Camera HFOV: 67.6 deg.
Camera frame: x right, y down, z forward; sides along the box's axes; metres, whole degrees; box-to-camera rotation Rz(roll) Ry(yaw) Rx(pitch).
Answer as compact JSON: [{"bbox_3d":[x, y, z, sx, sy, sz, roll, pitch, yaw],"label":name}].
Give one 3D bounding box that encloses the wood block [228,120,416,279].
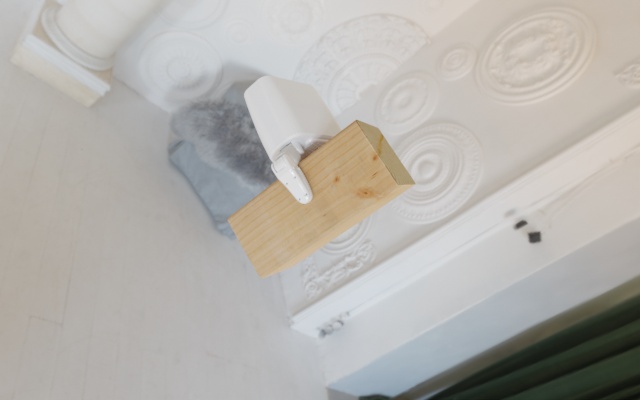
[{"bbox_3d":[0.000,0.002,0.592,0.206,0.090,0.091,-36,-12,20],"label":"wood block"}]
